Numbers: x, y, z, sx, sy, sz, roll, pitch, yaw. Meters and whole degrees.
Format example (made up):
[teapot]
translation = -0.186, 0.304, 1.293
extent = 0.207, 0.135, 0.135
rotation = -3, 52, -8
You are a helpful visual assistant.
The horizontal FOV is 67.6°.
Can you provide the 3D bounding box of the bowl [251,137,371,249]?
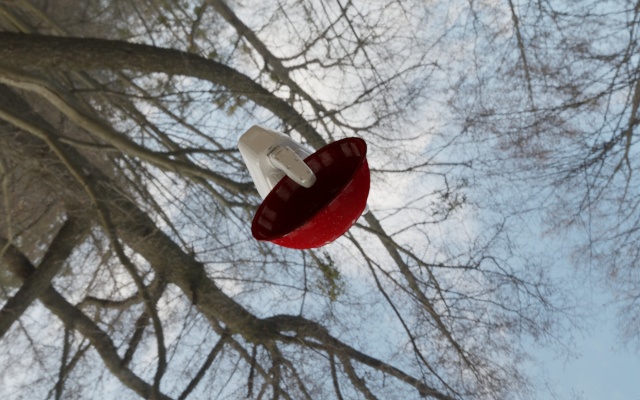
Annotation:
[bowl]
translation = 0.001, 0.003, 0.535
extent = 0.055, 0.162, 0.162
rotation = 49, -23, -22
